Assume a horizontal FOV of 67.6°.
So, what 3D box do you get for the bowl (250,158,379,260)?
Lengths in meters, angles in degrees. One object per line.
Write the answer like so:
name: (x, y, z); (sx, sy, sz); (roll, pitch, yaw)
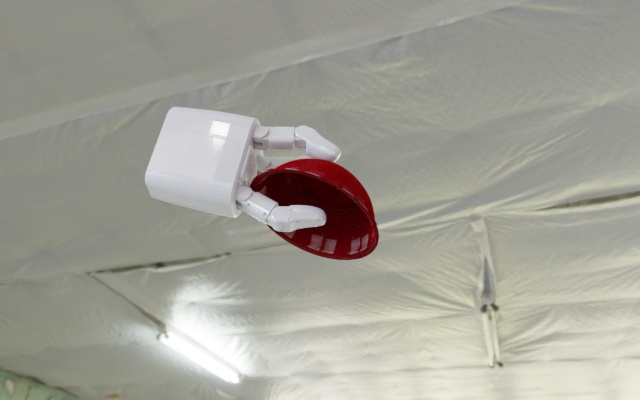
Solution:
bowl: (0.001, 0.002, 0.564); (0.162, 0.055, 0.162); (19, -35, 13)
